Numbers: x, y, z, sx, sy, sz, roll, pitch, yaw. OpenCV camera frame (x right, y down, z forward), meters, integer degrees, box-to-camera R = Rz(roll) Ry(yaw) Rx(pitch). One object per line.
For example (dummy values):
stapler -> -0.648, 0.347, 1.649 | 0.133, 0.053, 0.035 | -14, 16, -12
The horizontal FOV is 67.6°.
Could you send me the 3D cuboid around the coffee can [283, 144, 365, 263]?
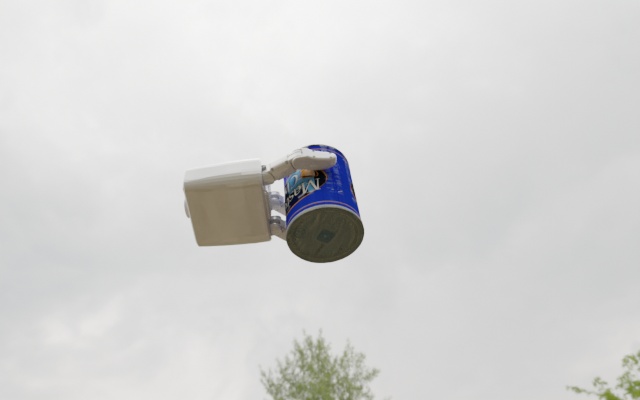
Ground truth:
coffee can -> 0.000, 0.002, 0.671 | 0.103, 0.103, 0.140 | 0, 41, -7
